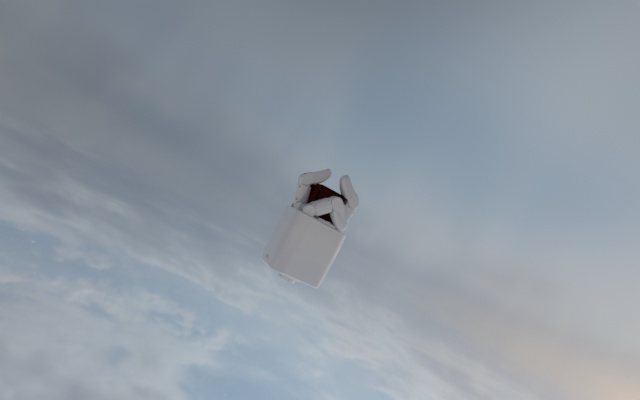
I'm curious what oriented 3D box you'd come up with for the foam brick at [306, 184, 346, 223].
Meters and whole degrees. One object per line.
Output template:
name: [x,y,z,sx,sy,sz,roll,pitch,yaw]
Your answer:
foam brick: [0.000,0.003,0.851,0.053,0.051,0.078,28,-4,-19]
